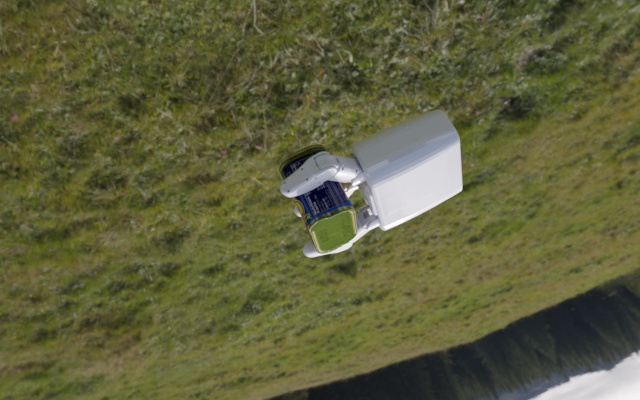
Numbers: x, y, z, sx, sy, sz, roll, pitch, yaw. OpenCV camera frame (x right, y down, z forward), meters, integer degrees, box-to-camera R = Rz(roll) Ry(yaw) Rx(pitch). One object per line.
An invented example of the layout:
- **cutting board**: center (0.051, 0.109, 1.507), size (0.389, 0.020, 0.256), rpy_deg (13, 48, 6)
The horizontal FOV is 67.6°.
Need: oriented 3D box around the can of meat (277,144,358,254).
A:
- **can of meat**: center (0.000, 0.002, 0.528), size (0.057, 0.084, 0.102), rpy_deg (-24, -25, -4)
